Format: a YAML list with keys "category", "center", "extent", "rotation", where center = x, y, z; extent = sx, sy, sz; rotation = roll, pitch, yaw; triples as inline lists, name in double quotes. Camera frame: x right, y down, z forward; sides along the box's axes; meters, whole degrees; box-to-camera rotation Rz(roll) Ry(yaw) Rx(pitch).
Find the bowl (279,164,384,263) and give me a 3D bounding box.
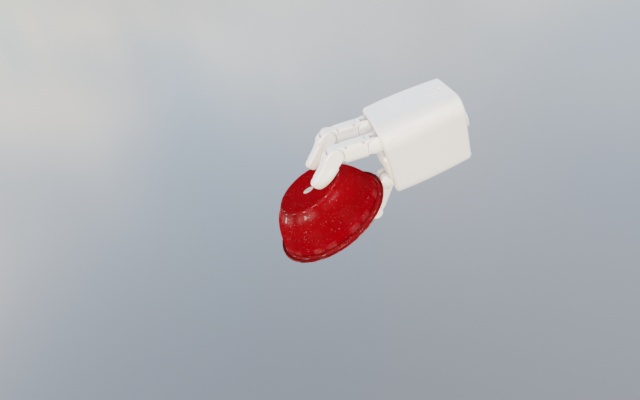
- category: "bowl"
  center: [-0.001, 0.003, 0.628]
  extent: [0.162, 0.162, 0.055]
  rotation: [0, -42, 49]
